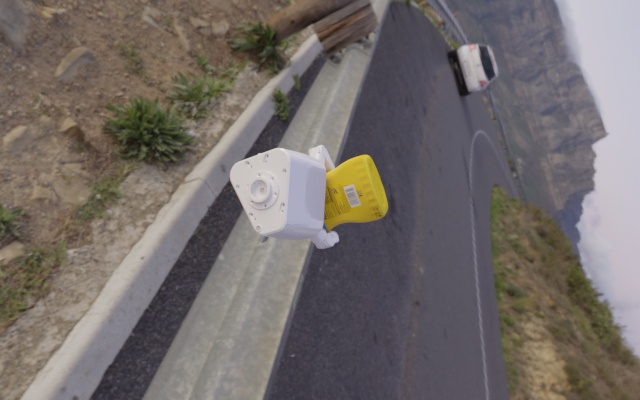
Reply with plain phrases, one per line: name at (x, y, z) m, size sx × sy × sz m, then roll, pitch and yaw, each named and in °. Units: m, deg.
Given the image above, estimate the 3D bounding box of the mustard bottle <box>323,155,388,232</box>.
mustard bottle at (0.000, 0.002, 0.736) m, size 0.191 × 0.096 × 0.058 m, roll -17°, pitch 12°, yaw 22°
